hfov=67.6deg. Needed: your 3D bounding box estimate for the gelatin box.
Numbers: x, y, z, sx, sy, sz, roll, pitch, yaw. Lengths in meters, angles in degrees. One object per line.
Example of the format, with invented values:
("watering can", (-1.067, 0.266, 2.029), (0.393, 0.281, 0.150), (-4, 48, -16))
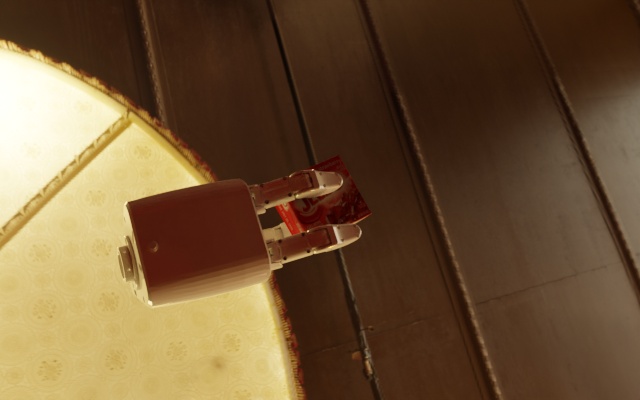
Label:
("gelatin box", (0.000, 0.002, 0.495), (0.089, 0.073, 0.030), (-26, -6, -37))
